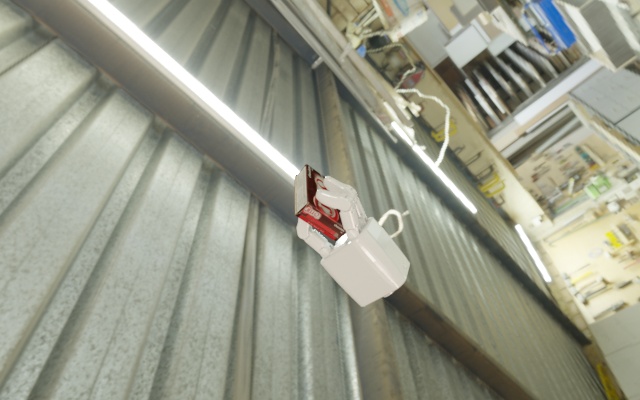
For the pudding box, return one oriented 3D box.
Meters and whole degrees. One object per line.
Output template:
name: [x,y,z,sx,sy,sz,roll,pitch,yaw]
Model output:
pudding box: [0.000,0.003,0.798,0.090,0.039,0.113,35,26,-27]
